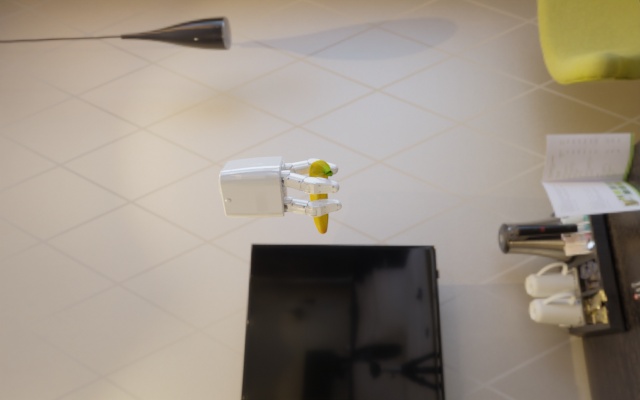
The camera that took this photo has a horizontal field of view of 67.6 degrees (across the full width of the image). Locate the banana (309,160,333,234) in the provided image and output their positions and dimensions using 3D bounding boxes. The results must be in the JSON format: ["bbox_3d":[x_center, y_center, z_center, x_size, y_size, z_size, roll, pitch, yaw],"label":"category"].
[{"bbox_3d":[-0.002,-0.014,0.884,0.037,0.069,0.198,-5,-35,-4],"label":"banana"}]
